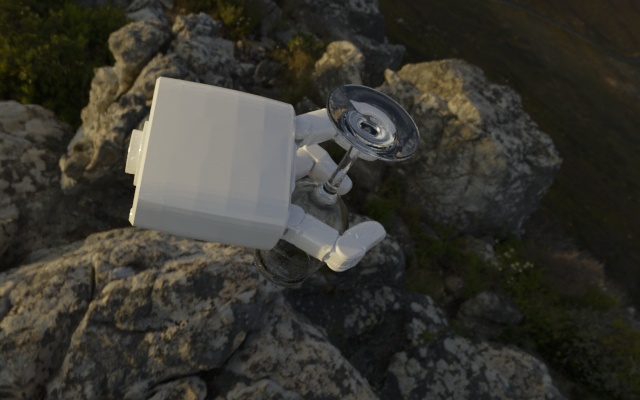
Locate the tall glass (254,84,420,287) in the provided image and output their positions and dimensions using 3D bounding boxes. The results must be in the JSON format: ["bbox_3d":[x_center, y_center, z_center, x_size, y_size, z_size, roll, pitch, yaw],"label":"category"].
[{"bbox_3d":[0.000,0.001,0.410,0.079,0.079,0.201,0,-36,-28],"label":"tall glass"}]
